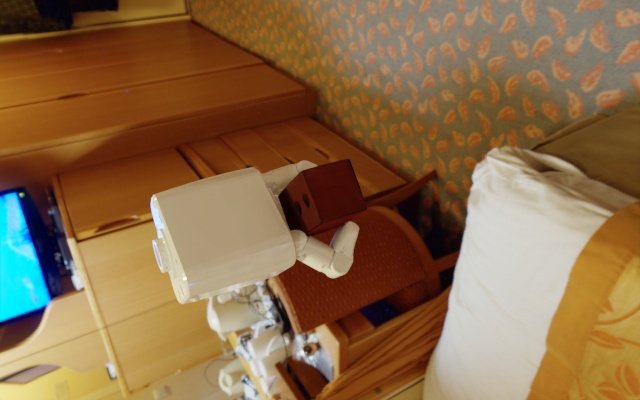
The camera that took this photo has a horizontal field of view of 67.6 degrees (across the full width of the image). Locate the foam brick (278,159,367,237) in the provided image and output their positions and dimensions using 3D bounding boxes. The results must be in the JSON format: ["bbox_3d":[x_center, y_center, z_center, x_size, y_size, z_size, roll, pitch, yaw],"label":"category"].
[{"bbox_3d":[0.000,0.001,0.465,0.051,0.053,0.078,-15,-12,-26],"label":"foam brick"}]
